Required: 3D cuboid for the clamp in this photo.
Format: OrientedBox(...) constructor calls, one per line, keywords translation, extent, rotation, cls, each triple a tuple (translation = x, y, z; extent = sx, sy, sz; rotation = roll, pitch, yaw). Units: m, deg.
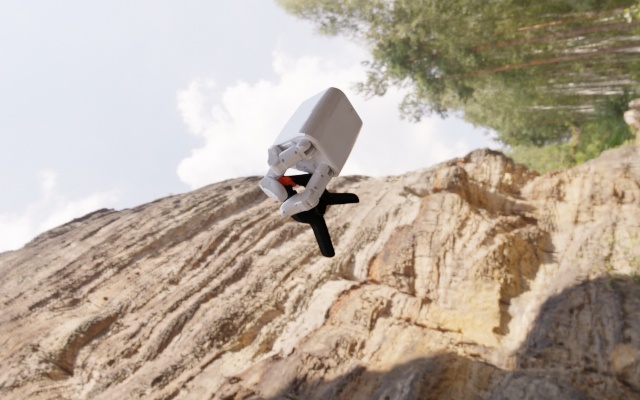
OrientedBox(translation=(0.000, 0.002, 0.774), extent=(0.039, 0.120, 0.171), rotation=(4, -34, 41), cls="clamp")
